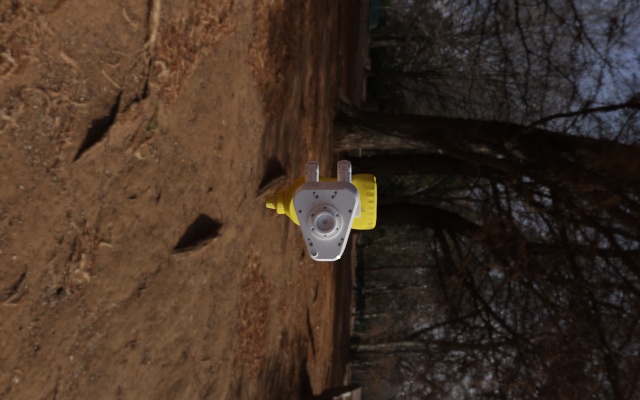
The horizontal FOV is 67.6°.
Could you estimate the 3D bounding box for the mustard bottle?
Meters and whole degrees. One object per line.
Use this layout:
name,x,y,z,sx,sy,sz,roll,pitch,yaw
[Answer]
mustard bottle,0.000,0.003,0.833,0.191,0.096,0.058,0,29,3
